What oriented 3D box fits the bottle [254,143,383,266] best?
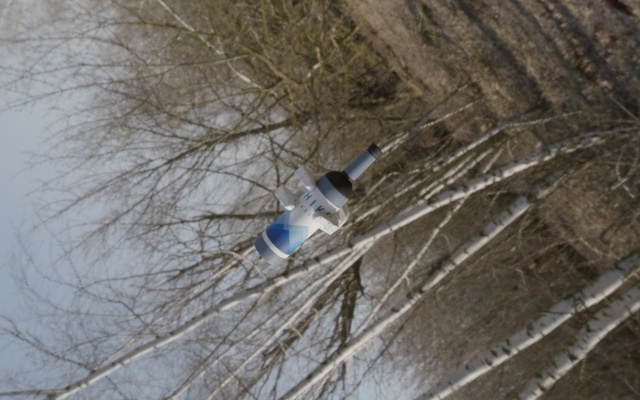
[{"bbox_3d":[0.000,0.003,0.898,0.296,0.069,0.069,-43,-10,11],"label":"bottle"}]
